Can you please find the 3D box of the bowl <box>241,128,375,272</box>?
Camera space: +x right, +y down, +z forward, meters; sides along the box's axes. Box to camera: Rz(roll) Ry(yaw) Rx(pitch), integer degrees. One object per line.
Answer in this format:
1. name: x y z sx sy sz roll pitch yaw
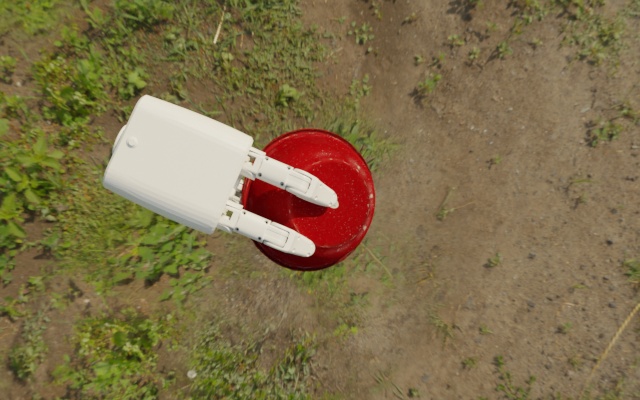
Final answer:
1. bowl: 0.001 0.002 0.514 0.162 0.162 0.055 0 4 -23
